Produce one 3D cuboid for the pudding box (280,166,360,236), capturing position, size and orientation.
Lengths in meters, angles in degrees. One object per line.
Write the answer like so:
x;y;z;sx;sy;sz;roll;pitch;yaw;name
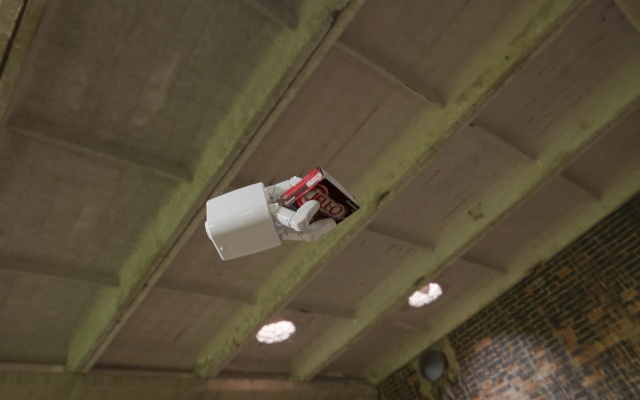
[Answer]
0.000;0.003;0.826;0.090;0.039;0.113;-37;-44;17;pudding box
